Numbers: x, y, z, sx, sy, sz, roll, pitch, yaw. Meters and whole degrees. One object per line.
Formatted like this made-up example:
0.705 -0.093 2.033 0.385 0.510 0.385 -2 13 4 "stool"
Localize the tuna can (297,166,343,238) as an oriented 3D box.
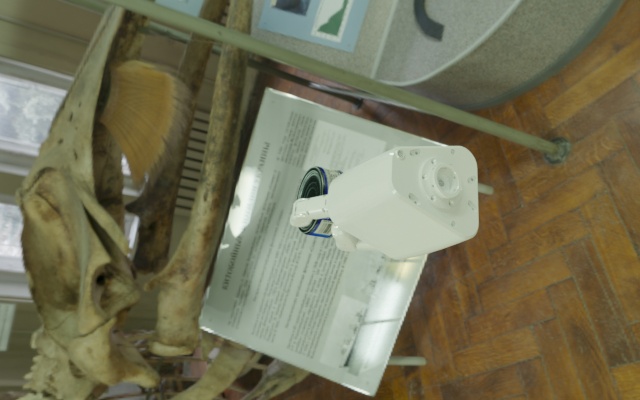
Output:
0.000 0.002 0.585 0.034 0.086 0.086 10 -4 -23 "tuna can"
